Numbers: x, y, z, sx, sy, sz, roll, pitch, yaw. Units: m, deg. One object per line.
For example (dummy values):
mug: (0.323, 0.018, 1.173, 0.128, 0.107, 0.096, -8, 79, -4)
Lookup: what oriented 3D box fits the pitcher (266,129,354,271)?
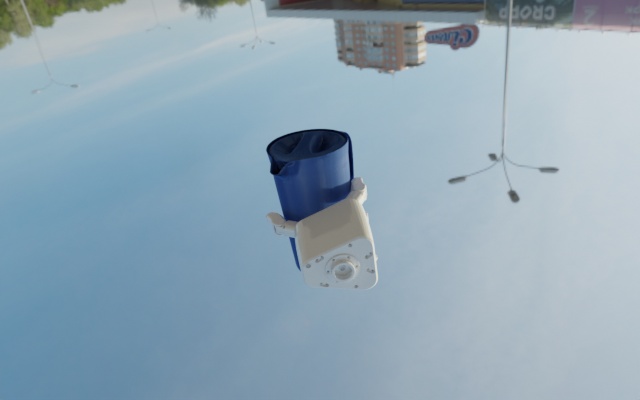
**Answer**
pitcher: (0.000, 0.003, 0.827, 0.149, 0.243, 0.145, -10, 28, -3)
